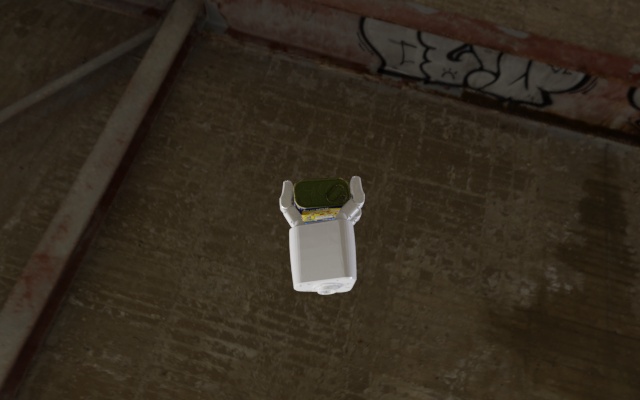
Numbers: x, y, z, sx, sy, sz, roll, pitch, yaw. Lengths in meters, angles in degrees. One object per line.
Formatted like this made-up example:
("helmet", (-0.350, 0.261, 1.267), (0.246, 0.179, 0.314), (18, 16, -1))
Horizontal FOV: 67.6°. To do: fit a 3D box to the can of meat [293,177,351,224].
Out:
("can of meat", (0.000, 0.003, 0.891), (0.102, 0.057, 0.084), (-5, -25, -7))
